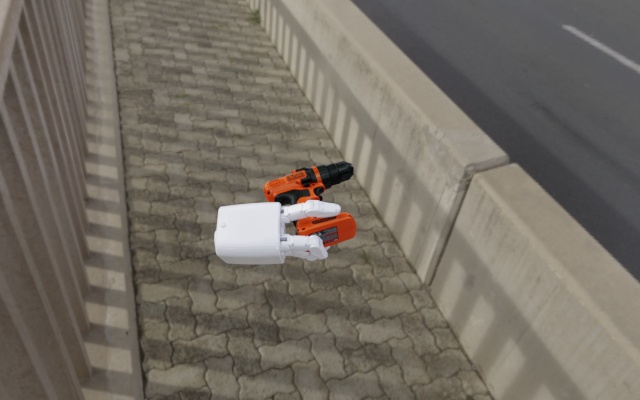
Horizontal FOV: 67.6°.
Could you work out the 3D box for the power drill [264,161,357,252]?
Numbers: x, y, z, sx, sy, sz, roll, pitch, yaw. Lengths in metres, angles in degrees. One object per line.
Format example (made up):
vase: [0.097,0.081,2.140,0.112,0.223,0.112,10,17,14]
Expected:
power drill: [0.000,0.003,0.890,0.184,0.057,0.187,-19,40,-8]
